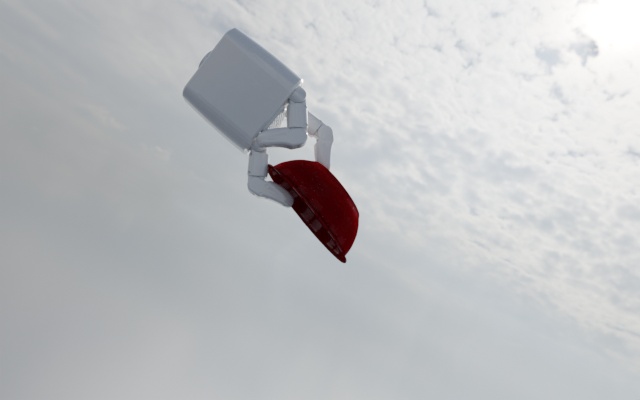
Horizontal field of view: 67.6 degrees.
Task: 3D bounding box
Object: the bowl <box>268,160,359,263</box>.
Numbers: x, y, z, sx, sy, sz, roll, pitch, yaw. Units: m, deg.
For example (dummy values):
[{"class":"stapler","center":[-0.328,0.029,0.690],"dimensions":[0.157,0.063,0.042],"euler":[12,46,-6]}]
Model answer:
[{"class":"bowl","center":[0.001,0.003,0.614],"dimensions":[0.055,0.162,0.162],"euler":[-38,7,-9]}]
